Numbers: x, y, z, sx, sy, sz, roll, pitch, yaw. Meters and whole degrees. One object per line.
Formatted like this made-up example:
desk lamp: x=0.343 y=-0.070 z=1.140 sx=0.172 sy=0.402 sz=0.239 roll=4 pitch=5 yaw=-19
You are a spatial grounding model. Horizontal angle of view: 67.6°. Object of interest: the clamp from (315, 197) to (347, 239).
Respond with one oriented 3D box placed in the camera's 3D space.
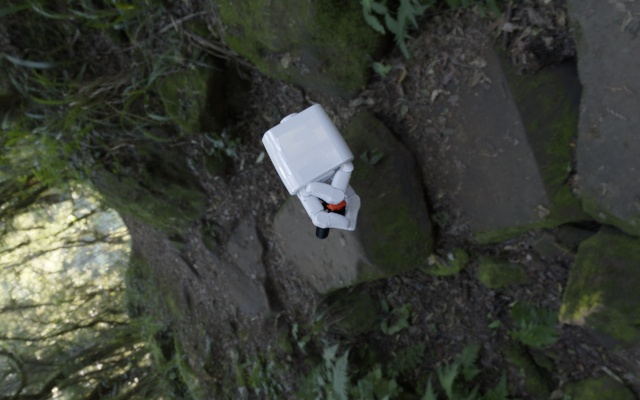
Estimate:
clamp: x=0.000 y=0.003 z=0.845 sx=0.039 sy=0.120 sz=0.171 roll=-28 pitch=-4 yaw=-20
